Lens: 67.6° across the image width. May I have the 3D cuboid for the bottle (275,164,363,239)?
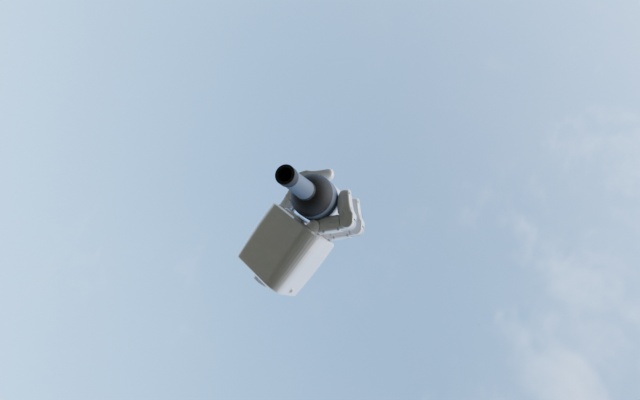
[{"bbox_3d":[0.000,0.002,0.732,0.069,0.069,0.296,0,-14,18],"label":"bottle"}]
